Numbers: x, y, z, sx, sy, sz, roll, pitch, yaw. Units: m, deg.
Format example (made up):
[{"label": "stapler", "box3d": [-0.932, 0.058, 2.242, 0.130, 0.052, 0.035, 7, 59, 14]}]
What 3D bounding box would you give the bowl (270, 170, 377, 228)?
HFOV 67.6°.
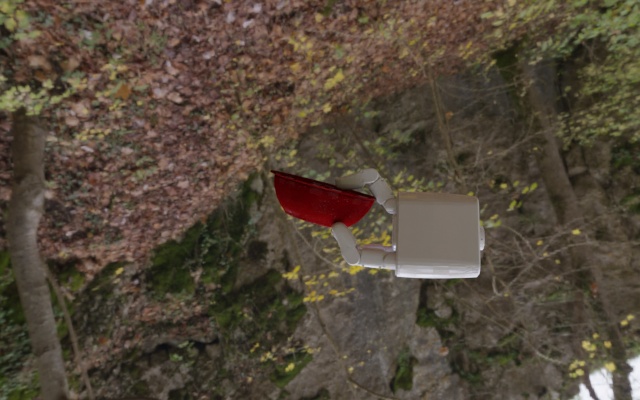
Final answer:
[{"label": "bowl", "box3d": [-0.001, 0.002, 0.682, 0.162, 0.055, 0.162, 15, 4, -1]}]
